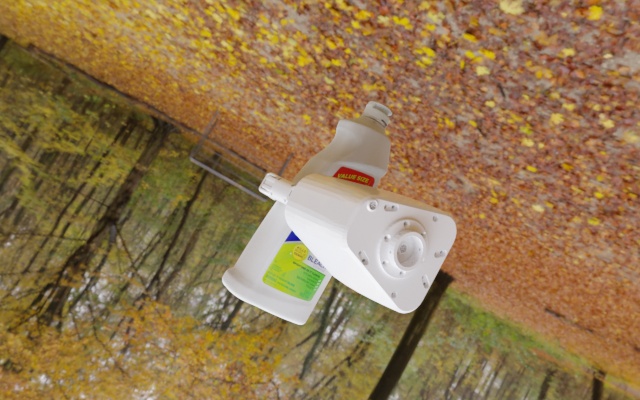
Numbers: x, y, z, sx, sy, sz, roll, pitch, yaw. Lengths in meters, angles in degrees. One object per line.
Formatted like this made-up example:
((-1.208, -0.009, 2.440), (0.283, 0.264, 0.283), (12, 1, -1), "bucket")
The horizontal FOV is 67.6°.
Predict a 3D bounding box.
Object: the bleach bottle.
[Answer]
((0.000, 0.002, 0.519), (0.102, 0.251, 0.068), (32, -5, -29), "bleach bottle")
